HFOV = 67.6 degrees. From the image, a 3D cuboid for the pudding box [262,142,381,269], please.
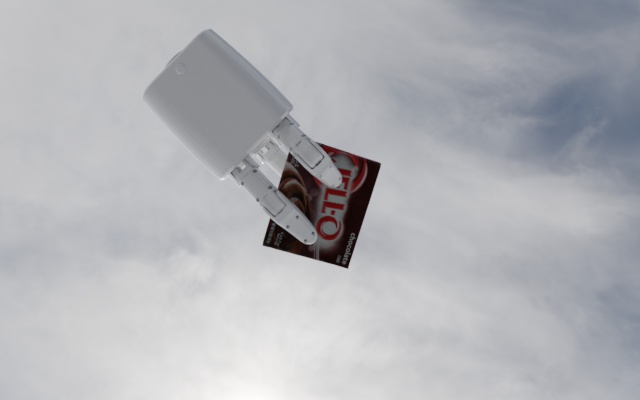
[{"bbox_3d":[0.000,0.002,0.478,0.090,0.113,0.039,16,7,-7],"label":"pudding box"}]
